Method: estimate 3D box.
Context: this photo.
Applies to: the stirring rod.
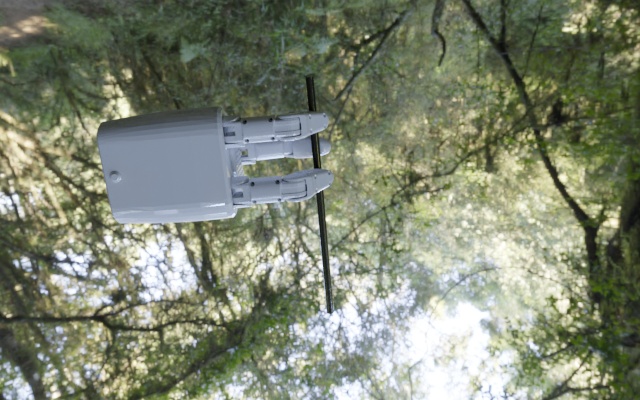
[{"bbox_3d":[0.000,0.001,0.473,0.011,0.239,0.011,-5,15,1],"label":"stirring rod"}]
